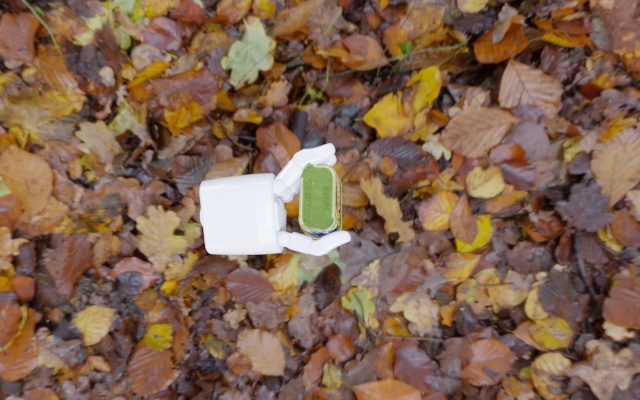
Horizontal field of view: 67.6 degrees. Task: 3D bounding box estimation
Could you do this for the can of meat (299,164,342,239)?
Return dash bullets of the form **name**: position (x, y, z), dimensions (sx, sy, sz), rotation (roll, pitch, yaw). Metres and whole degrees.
- **can of meat**: position (0.000, 0.002, 0.702), dimensions (0.057, 0.102, 0.084), rotation (0, -10, 7)
